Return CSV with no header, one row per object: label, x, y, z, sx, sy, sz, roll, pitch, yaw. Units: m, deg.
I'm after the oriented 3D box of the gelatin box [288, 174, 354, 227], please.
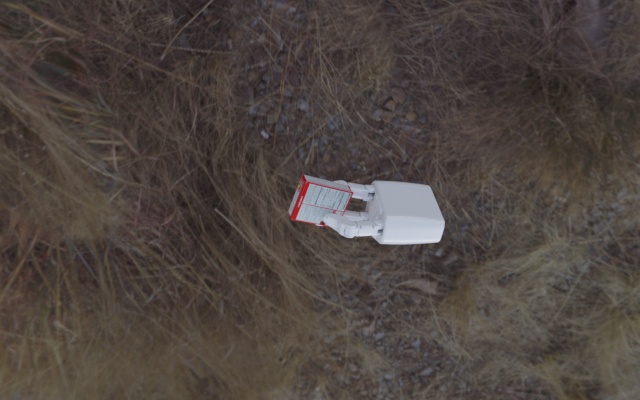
gelatin box,0.000,0.003,0.791,0.089,0.073,0.030,12,26,-23
